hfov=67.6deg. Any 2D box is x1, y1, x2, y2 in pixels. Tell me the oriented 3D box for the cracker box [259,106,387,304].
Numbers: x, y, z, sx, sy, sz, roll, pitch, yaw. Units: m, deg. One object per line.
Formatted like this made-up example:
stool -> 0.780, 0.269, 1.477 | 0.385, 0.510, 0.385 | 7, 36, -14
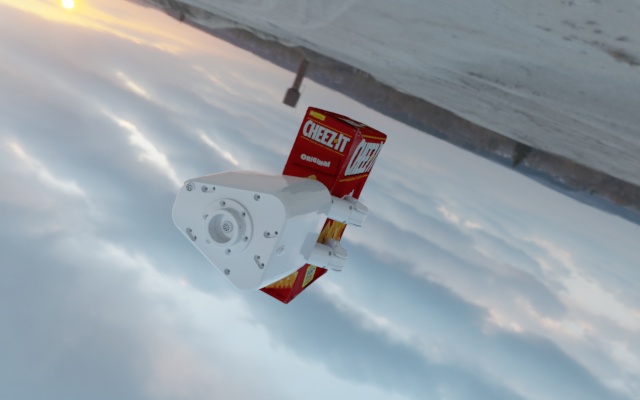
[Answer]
cracker box -> 0.000, 0.002, 0.592 | 0.072, 0.214, 0.164 | 26, 13, 14
